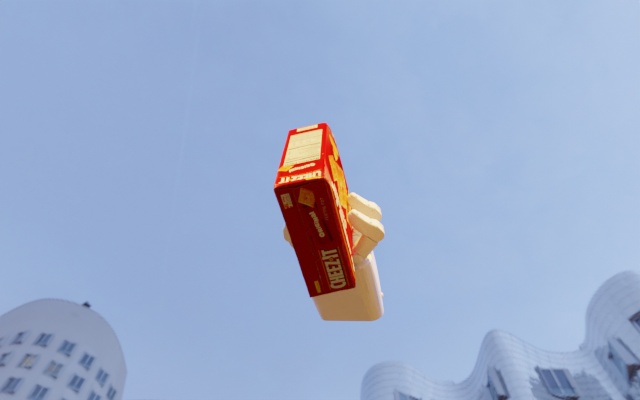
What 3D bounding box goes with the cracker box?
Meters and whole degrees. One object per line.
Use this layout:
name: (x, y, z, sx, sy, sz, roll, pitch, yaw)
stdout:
cracker box: (0.000, 0.002, 0.671, 0.072, 0.164, 0.213, -13, 26, 8)
